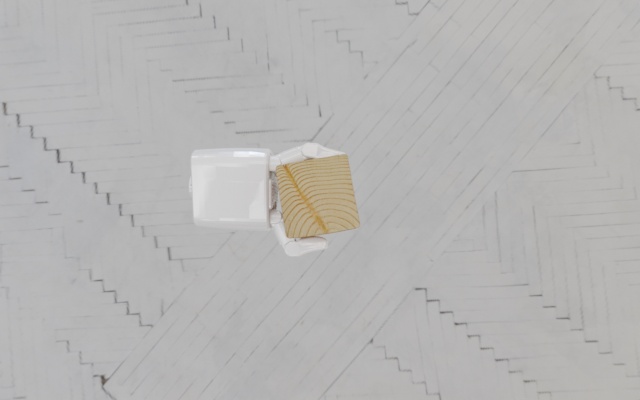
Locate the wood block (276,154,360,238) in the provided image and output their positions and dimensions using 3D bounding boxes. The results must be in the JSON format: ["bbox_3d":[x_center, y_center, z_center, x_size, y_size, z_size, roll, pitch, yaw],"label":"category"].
[{"bbox_3d":[0.000,0.003,0.662,0.090,0.091,0.206,-9,-4,2],"label":"wood block"}]
